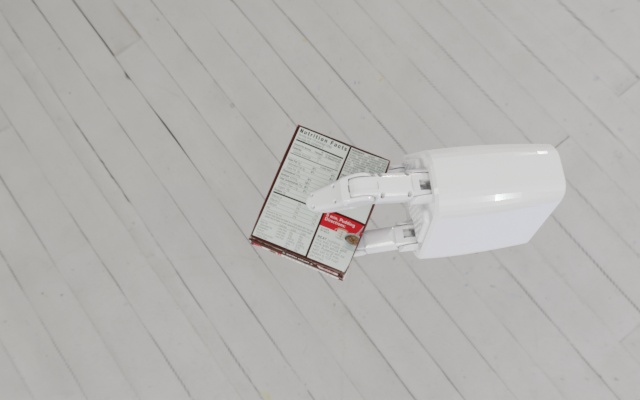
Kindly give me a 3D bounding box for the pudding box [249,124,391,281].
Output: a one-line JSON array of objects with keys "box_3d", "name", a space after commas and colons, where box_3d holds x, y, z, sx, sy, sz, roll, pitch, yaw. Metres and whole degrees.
[{"box_3d": [0.000, 0.001, 0.419, 0.090, 0.113, 0.039, 22, -15, 3], "name": "pudding box"}]
